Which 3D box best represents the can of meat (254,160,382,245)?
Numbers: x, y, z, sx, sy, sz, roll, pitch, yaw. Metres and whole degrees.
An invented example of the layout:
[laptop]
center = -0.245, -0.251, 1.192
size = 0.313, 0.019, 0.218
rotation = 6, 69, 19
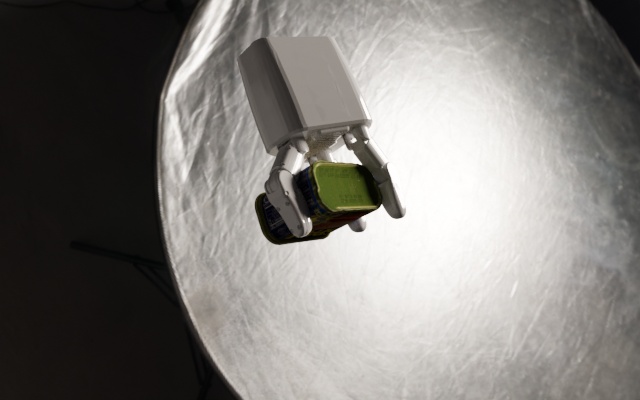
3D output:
[can of meat]
center = 0.000, 0.002, 0.482
size = 0.084, 0.057, 0.102
rotation = -30, -18, 39
